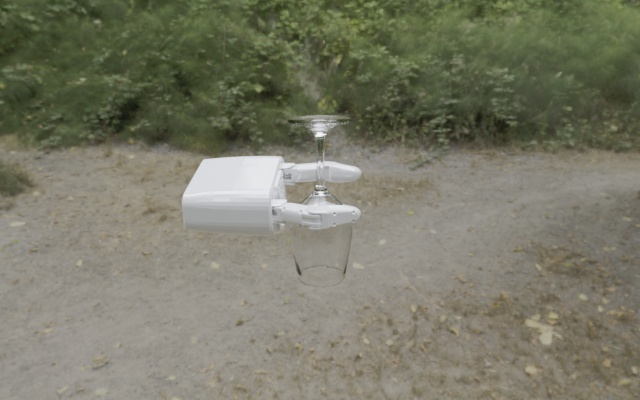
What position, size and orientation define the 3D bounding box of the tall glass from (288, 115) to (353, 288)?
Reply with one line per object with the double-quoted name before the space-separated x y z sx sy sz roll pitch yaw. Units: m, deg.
"tall glass" 0.000 0.001 0.579 0.079 0.201 0.079 -1 18 0
